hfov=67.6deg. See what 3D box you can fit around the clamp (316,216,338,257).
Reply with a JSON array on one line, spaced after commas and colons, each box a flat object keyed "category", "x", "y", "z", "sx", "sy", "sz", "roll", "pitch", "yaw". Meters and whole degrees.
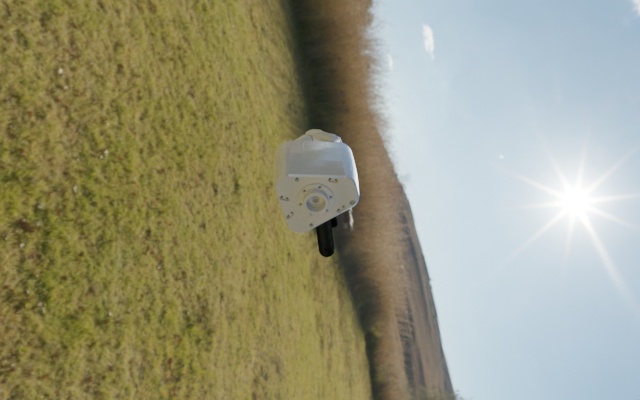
[{"category": "clamp", "x": 0.001, "y": 0.002, "z": 0.767, "sx": 0.039, "sy": 0.172, "sz": 0.120, "roll": -14, "pitch": 29, "yaw": 5}]
